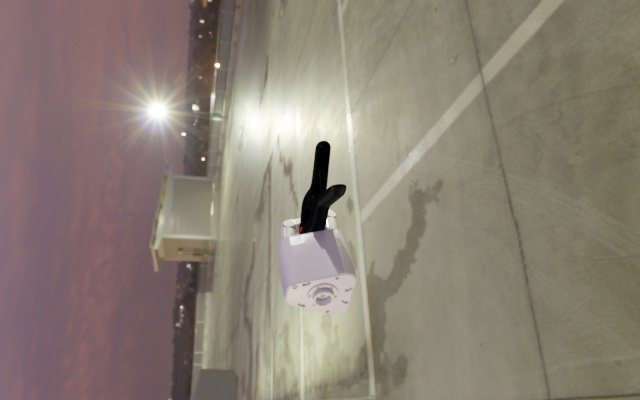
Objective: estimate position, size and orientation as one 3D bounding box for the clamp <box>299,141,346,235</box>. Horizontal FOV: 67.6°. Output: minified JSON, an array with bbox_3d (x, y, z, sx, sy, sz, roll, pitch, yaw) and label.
[{"bbox_3d":[-0.001,0.003,0.777,0.039,0.172,0.120,4,33,-14],"label":"clamp"}]
